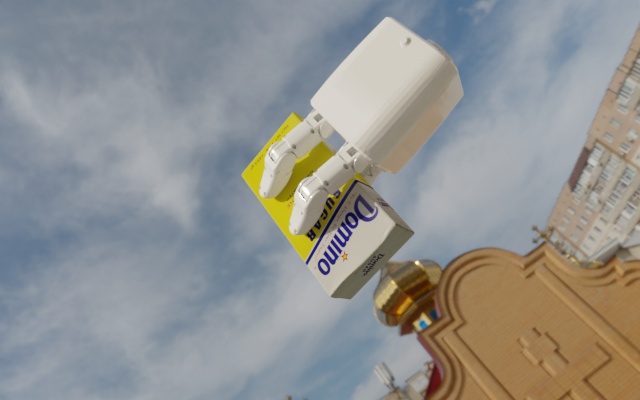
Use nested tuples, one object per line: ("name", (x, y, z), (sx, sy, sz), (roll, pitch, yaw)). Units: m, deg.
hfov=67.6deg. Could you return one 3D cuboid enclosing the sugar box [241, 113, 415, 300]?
("sugar box", (0.000, 0.001, 0.475), (0.048, 0.093, 0.176), (22, 23, -53))
